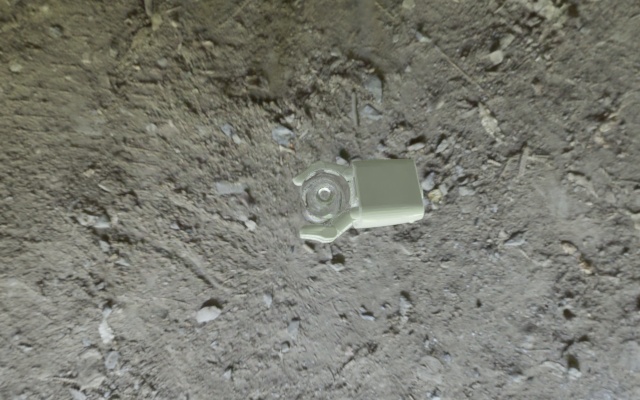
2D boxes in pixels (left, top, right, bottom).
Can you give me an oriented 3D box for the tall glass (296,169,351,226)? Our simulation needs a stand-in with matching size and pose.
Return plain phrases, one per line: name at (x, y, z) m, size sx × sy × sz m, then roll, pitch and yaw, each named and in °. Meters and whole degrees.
tall glass at (0.000, 0.002, 0.788) m, size 0.079 × 0.079 × 0.201 m, roll 0°, pitch -7°, yaw -5°
